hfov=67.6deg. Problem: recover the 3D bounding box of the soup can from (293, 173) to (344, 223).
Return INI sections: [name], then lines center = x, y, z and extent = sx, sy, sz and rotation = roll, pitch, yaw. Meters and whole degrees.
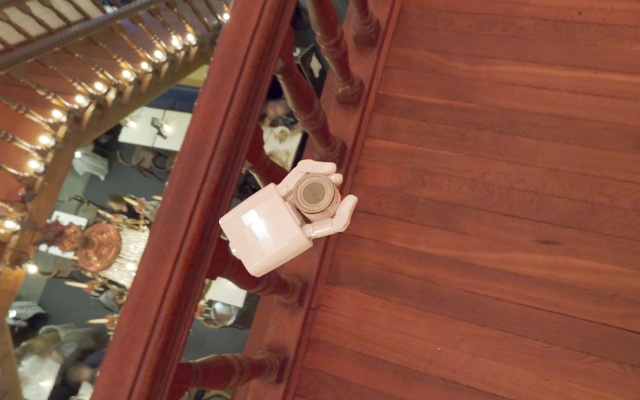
[soup can]
center = 0.001, 0.002, 0.765
extent = 0.068, 0.068, 0.102
rotation = 0, -17, 14
